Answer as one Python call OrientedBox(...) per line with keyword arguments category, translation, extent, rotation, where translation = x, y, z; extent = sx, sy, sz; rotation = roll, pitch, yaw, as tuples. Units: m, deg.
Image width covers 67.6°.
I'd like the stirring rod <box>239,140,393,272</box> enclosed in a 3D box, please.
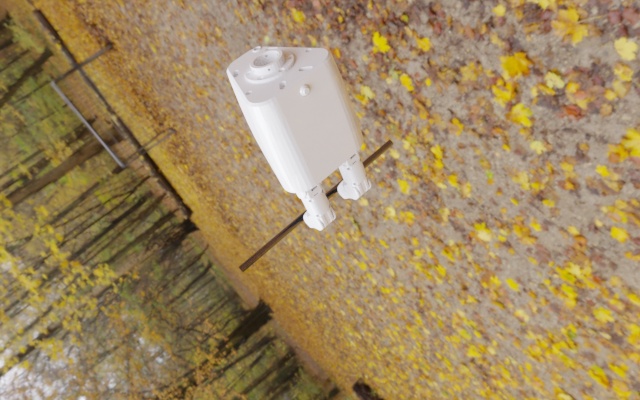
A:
OrientedBox(category="stirring rod", translation=(0.000, 0.002, 0.561), extent=(0.239, 0.011, 0.011), rotation=(-40, 14, -17))
